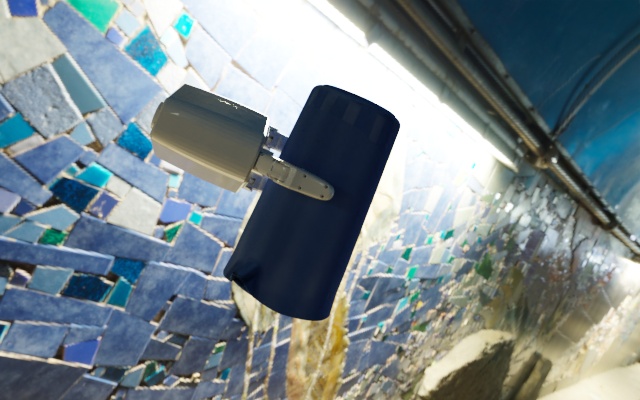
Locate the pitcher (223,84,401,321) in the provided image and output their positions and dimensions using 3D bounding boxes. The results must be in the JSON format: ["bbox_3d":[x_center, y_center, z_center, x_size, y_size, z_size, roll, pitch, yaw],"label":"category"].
[{"bbox_3d":[0.000,0.002,0.549,0.145,0.243,0.149,22,6,-13],"label":"pitcher"}]
